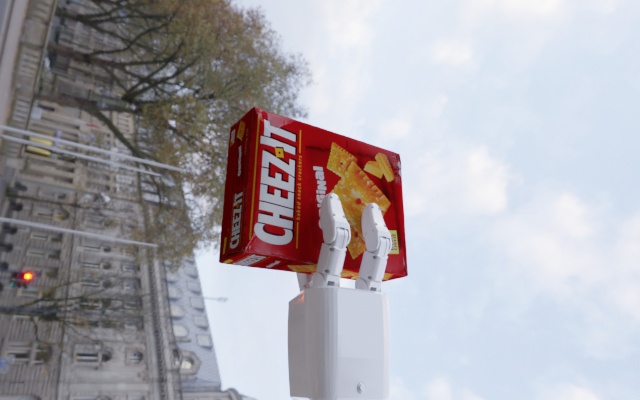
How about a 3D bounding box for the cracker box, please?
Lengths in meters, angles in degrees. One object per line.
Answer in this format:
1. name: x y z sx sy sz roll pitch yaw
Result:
1. cracker box: 0.000 0.002 0.557 0.214 0.164 0.072 13 -23 -31
